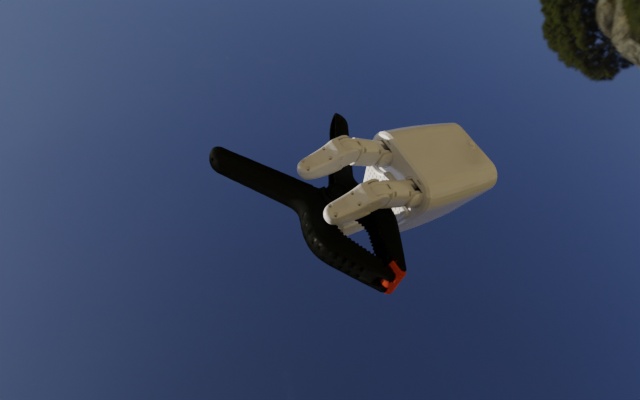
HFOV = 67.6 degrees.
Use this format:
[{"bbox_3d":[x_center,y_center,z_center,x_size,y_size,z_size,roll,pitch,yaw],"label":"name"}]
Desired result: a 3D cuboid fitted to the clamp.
[{"bbox_3d":[0.000,0.002,0.458,0.164,0.210,0.036,-16,-32,-28],"label":"clamp"}]
